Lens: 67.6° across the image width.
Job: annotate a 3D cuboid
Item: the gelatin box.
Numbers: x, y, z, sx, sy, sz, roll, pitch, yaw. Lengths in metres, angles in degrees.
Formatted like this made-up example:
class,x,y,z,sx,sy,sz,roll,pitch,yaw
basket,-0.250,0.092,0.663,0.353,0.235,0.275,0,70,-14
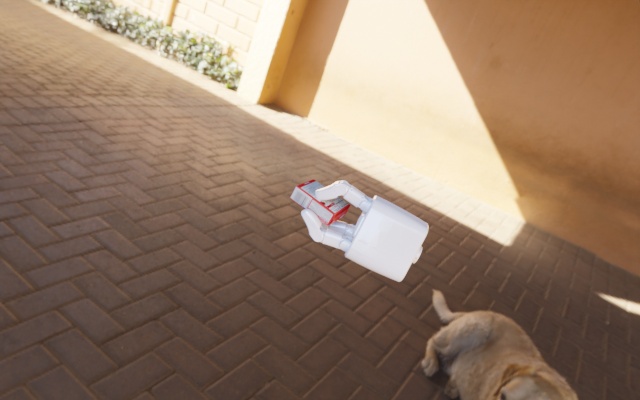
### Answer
class,x,y,z,sx,sy,sz,roll,pitch,yaw
gelatin box,0.000,0.002,0.852,0.089,0.030,0.073,36,25,12
